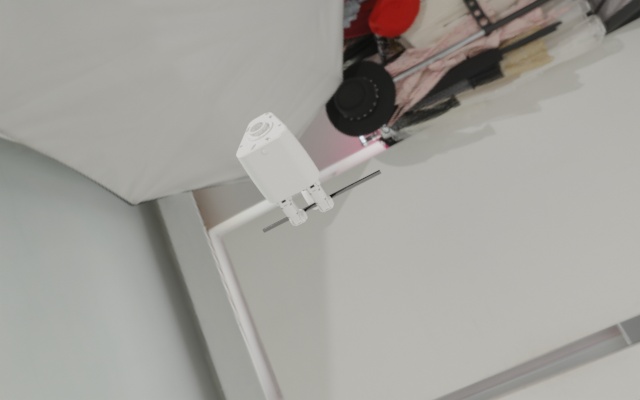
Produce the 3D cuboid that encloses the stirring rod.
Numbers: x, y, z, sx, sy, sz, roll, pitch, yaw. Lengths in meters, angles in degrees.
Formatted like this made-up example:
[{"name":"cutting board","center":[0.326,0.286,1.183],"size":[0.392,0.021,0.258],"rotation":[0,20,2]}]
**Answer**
[{"name":"stirring rod","center":[0.000,0.003,0.863],"size":[0.239,0.011,0.011],"rotation":[-27,-5,11]}]
